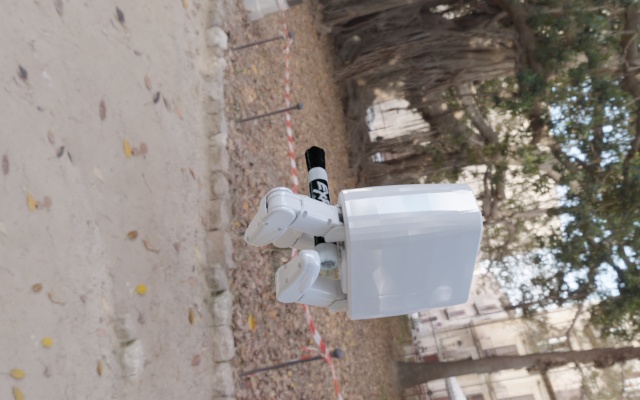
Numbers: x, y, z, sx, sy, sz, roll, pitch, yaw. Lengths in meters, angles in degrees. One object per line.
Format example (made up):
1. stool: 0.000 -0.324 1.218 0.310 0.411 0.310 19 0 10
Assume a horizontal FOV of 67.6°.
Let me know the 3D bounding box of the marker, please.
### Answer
1. marker: 0.000 0.001 0.405 0.020 0.121 0.020 -4 -36 -3
